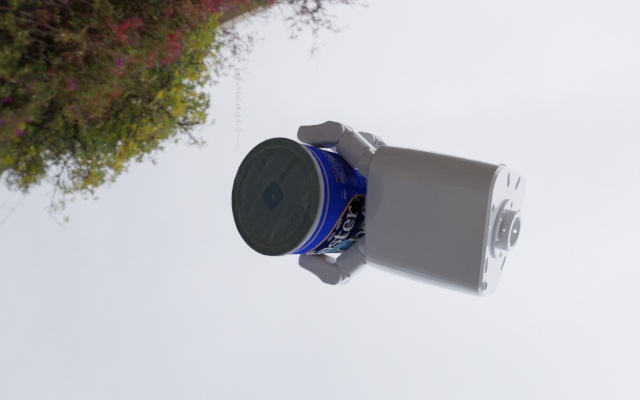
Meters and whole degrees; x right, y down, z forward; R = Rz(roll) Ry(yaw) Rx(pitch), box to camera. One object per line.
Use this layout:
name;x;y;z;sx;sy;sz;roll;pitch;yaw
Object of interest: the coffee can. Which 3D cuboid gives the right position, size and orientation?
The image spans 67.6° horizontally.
coffee can;0.000;0.002;0.463;0.103;0.103;0.140;0;-4;37
